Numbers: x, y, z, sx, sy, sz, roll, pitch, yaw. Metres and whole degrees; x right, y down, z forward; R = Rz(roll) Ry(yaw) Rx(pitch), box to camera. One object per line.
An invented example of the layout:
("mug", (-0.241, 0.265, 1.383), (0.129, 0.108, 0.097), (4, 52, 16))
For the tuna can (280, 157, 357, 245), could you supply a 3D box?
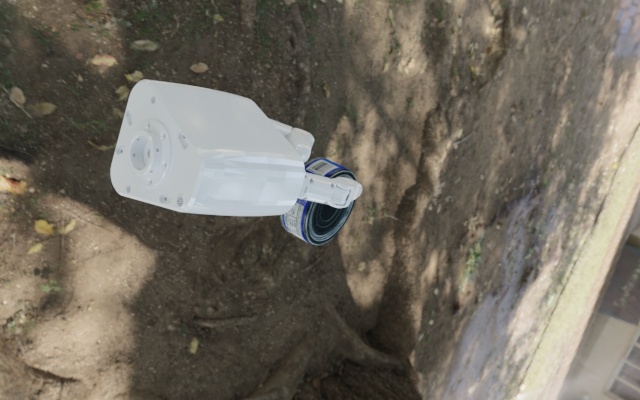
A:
("tuna can", (0.001, 0.002, 0.486), (0.033, 0.086, 0.086), (27, 15, 30))
